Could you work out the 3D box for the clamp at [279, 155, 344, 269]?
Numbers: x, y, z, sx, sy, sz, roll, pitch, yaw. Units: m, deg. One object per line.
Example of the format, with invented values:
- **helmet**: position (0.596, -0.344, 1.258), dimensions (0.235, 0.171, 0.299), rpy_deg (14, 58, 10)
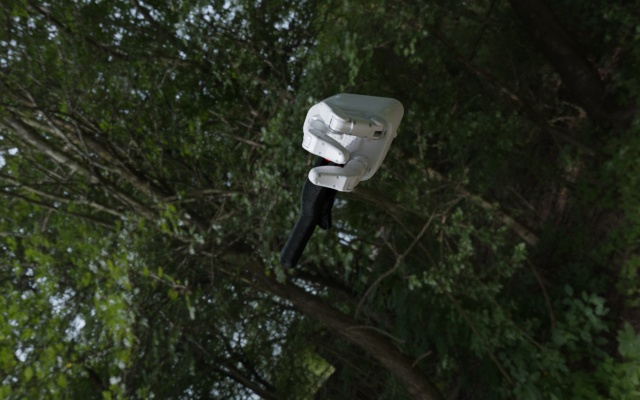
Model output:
- **clamp**: position (0.000, 0.002, 0.639), dimensions (0.039, 0.171, 0.120), rpy_deg (27, 29, 9)
